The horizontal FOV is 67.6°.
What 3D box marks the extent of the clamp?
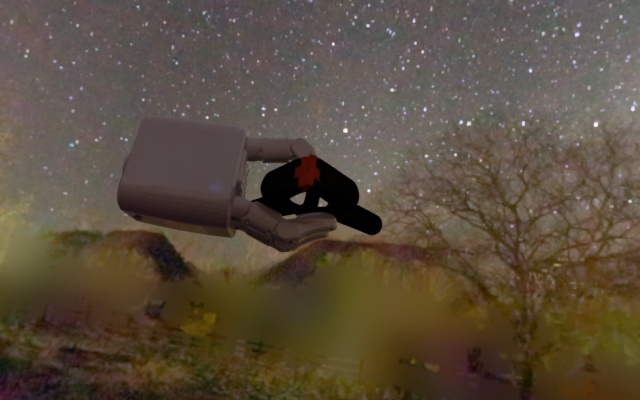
[{"bbox_3d":[0.000,0.001,0.492,0.164,0.036,0.210,7,-14,-4],"label":"clamp"}]
